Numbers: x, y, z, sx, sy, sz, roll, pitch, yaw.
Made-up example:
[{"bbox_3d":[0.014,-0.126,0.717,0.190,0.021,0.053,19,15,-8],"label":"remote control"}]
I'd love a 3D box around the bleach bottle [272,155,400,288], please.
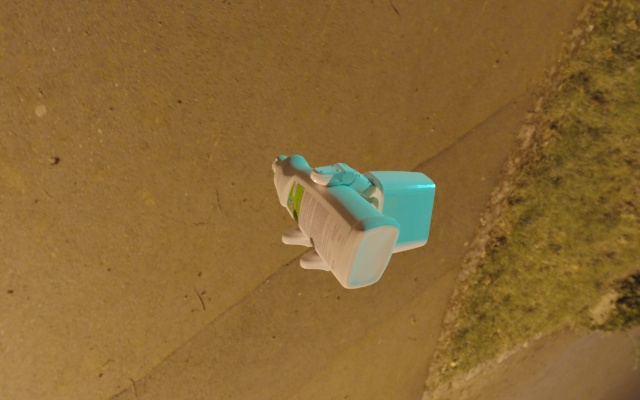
[{"bbox_3d":[0.000,0.002,0.647,0.068,0.103,0.250,-4,34,-32],"label":"bleach bottle"}]
